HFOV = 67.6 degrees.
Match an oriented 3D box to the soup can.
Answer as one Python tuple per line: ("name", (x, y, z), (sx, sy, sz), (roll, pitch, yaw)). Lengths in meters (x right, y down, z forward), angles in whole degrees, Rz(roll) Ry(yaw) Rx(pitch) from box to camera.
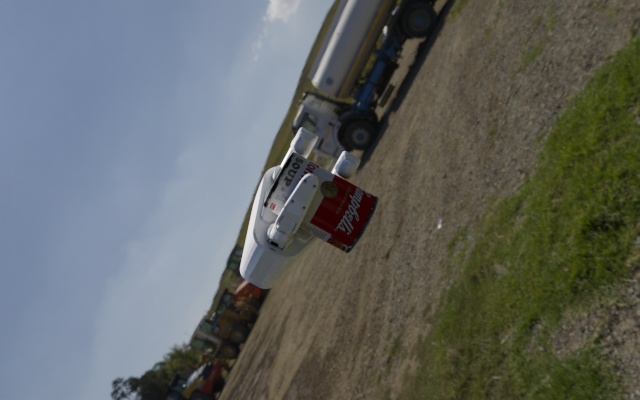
("soup can", (0.000, 0.001, 0.502), (0.102, 0.068, 0.068), (29, -2, -3))
